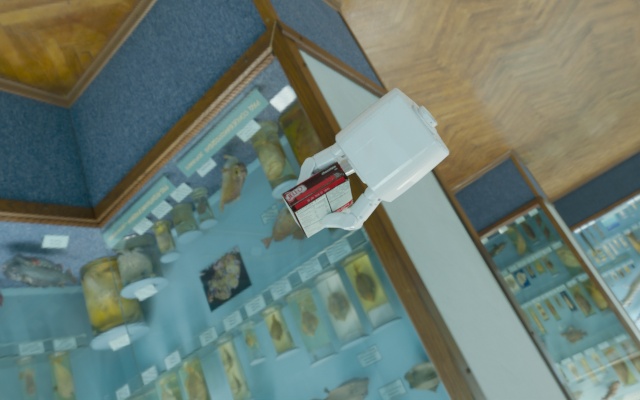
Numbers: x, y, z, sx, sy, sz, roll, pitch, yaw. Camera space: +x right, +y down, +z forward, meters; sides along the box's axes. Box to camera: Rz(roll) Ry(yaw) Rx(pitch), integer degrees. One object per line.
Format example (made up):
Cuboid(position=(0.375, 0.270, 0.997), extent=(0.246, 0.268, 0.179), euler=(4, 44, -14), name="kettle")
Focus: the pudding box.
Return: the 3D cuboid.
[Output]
Cuboid(position=(0.000, 0.002, 0.686), extent=(0.090, 0.039, 0.113), euler=(-30, -26, -5), name="pudding box")
